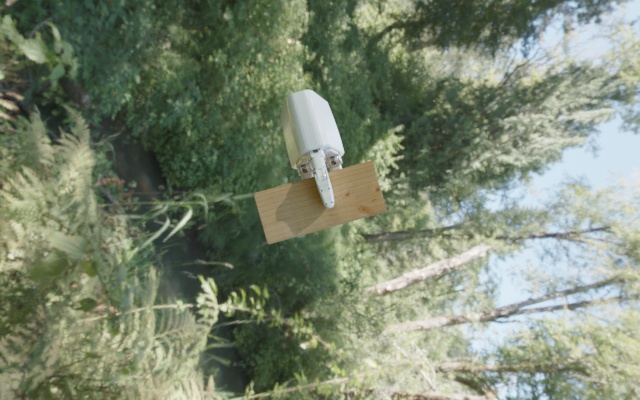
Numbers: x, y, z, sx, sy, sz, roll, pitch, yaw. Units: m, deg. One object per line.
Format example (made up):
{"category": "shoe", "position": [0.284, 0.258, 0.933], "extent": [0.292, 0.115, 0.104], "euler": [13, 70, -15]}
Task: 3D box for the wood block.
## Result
{"category": "wood block", "position": [0.000, 0.002, 0.830], "extent": [0.206, 0.090, 0.091], "euler": [-16, 1, 2]}
